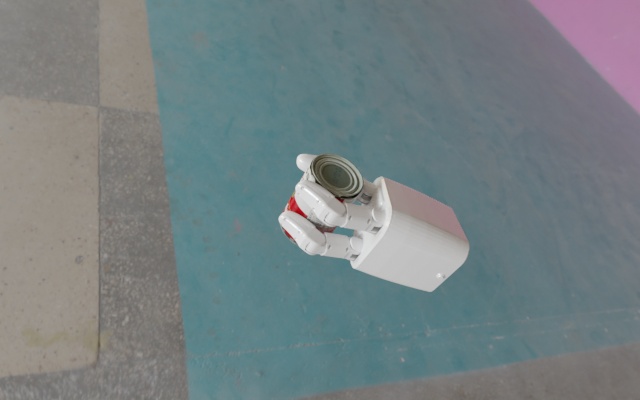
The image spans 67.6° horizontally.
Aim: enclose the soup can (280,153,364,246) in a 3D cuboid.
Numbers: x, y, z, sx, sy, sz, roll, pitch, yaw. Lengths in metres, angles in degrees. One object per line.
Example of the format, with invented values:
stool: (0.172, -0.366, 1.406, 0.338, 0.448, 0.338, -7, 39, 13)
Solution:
soup can: (0.000, 0.001, 0.570, 0.068, 0.068, 0.102, 0, -38, -30)
